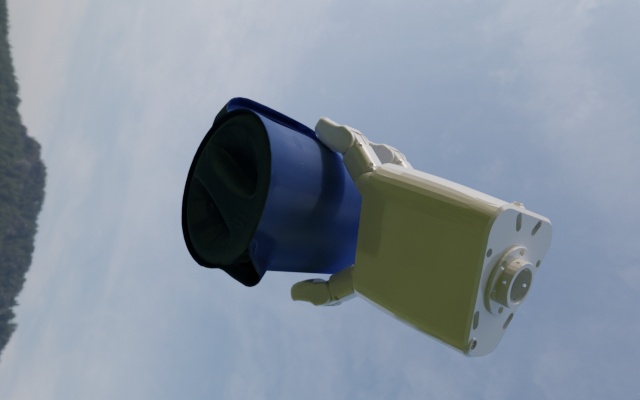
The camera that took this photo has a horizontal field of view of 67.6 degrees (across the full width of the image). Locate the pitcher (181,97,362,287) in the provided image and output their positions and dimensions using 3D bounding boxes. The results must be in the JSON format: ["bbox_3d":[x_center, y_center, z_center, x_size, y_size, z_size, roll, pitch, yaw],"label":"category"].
[{"bbox_3d":[0.000,0.002,0.468,0.243,0.149,0.145,15,4,-42],"label":"pitcher"}]
